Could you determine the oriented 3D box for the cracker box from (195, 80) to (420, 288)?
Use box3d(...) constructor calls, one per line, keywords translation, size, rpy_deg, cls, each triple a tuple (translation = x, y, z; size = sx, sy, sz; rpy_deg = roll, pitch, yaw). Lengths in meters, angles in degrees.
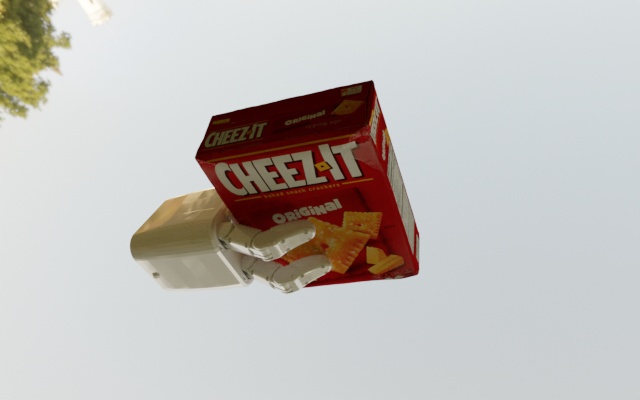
box3d(translation=(0.000, 0.002, 0.484), size=(0.164, 0.072, 0.214), rpy_deg=(-9, -45, 18), cls="cracker box")
